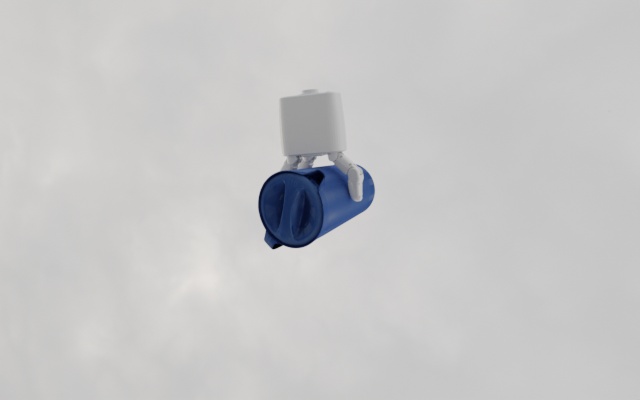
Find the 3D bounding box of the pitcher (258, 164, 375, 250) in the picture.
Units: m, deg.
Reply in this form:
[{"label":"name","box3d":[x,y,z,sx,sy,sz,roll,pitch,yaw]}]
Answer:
[{"label":"pitcher","box3d":[0.000,0.003,0.895,0.149,0.145,0.243,-2,9,31]}]
